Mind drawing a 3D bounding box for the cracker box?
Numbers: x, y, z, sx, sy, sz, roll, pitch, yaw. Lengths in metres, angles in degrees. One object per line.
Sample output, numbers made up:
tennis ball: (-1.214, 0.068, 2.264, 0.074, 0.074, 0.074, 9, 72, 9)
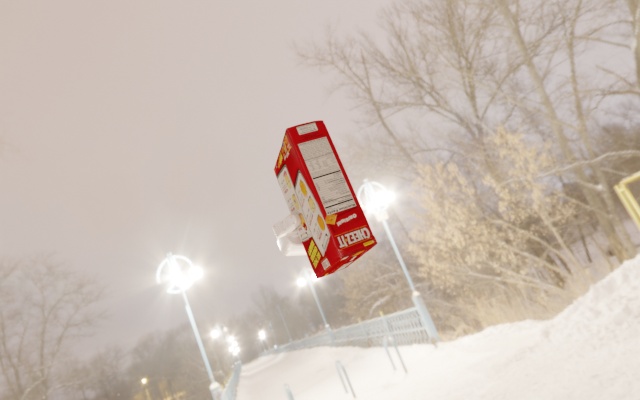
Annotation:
cracker box: (0.000, 0.002, 0.771, 0.072, 0.213, 0.164, -19, -14, -18)
